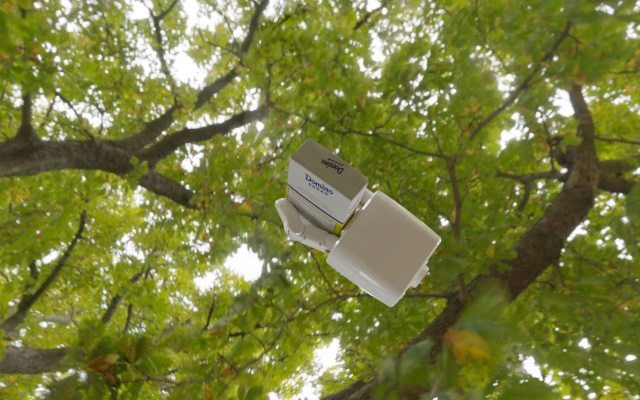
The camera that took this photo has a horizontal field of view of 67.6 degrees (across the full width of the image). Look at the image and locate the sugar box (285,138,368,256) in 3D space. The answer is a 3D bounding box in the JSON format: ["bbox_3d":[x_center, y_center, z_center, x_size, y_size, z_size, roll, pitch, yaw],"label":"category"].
[{"bbox_3d":[0.001,0.002,0.634,0.093,0.048,0.176,36,-29,10],"label":"sugar box"}]
